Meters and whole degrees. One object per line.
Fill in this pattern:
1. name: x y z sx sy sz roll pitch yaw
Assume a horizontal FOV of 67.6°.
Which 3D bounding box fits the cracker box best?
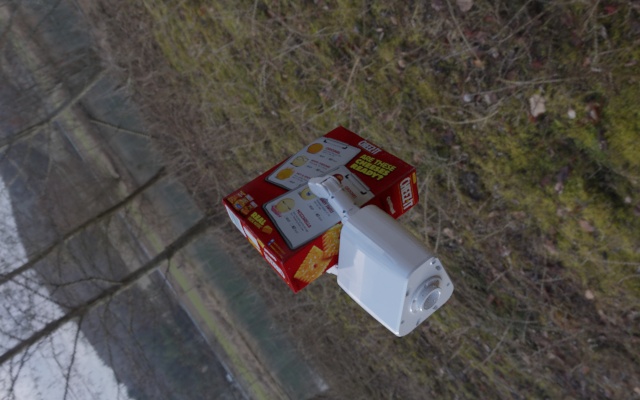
1. cracker box: 0.000 0.002 0.651 0.213 0.072 0.164 -34 44 -18
